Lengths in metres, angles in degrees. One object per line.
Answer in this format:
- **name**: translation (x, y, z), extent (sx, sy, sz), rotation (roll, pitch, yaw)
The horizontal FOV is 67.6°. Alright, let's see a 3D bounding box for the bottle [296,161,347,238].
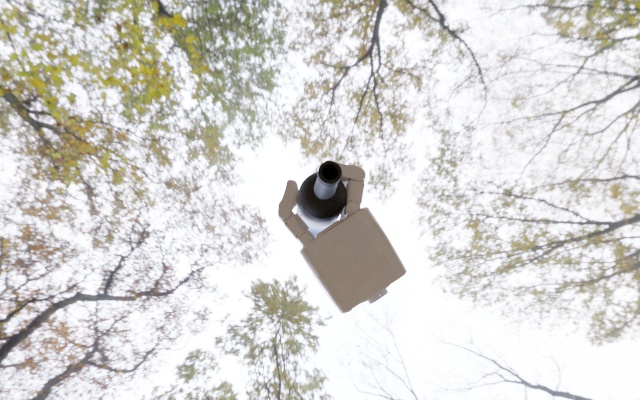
- **bottle**: translation (0.000, 0.002, 0.681), extent (0.069, 0.069, 0.296), rotation (0, -13, -4)
